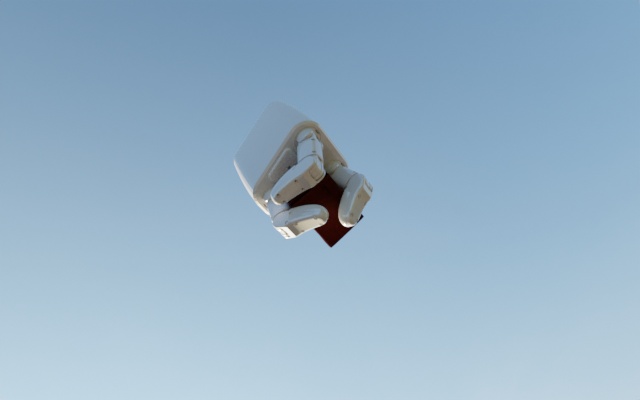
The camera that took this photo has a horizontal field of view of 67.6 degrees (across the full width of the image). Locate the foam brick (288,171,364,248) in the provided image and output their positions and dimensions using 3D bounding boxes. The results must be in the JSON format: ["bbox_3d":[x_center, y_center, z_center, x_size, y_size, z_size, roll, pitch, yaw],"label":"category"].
[{"bbox_3d":[0.000,0.002,0.525,0.078,0.053,0.051,49,-2,-35],"label":"foam brick"}]
